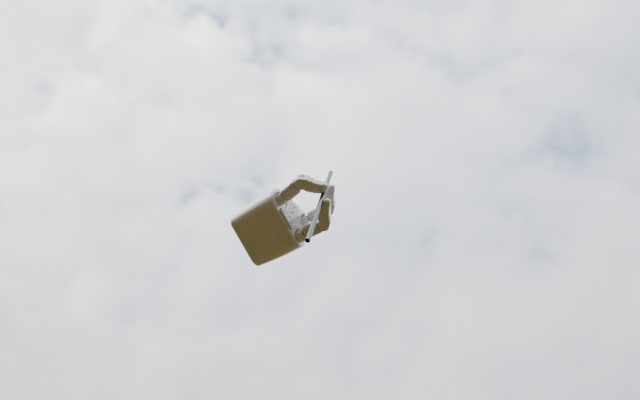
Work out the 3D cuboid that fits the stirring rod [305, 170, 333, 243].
[{"bbox_3d":[0.000,0.003,0.815,0.011,0.011,0.239,0,28,11],"label":"stirring rod"}]
